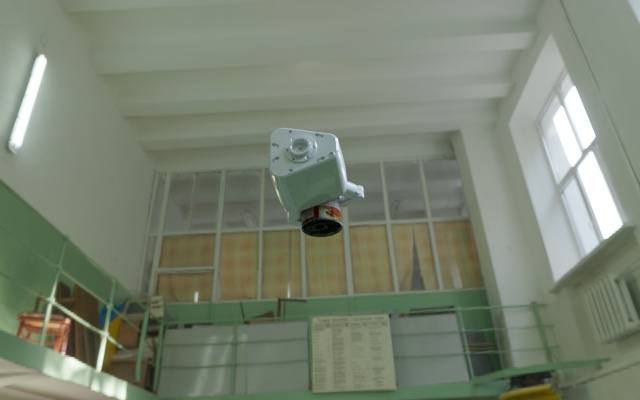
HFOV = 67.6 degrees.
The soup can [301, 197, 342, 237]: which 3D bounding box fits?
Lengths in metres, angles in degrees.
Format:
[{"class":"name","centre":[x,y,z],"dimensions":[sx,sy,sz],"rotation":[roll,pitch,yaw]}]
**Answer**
[{"class":"soup can","centre":[0.000,0.003,0.819],"dimensions":[0.068,0.102,0.068],"rotation":[-2,-30,-1]}]
